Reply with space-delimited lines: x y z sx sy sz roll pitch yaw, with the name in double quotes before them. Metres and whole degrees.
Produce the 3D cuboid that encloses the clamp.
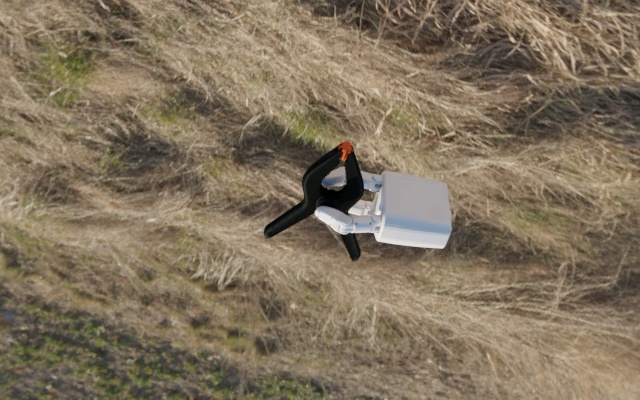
"clamp" 0.000 0.002 0.741 0.164 0.210 0.036 9 35 -3
